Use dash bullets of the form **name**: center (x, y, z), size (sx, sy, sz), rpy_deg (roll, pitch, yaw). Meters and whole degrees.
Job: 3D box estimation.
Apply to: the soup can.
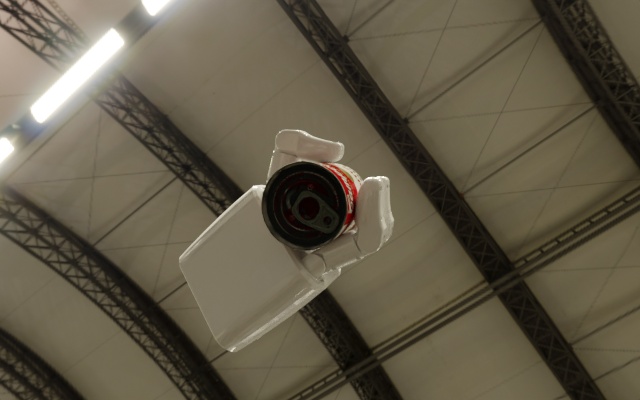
- **soup can**: center (0.000, 0.001, 0.408), size (0.068, 0.068, 0.102), rpy_deg (0, 4, 15)
